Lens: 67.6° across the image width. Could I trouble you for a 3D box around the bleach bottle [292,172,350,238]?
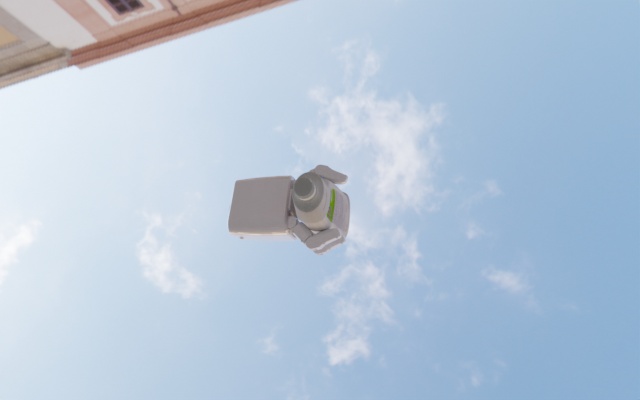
[{"bbox_3d":[0.000,0.003,0.806,0.068,0.102,0.251,-1,-14,11],"label":"bleach bottle"}]
